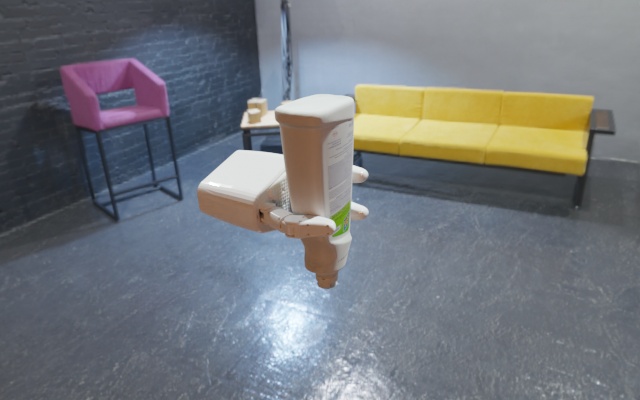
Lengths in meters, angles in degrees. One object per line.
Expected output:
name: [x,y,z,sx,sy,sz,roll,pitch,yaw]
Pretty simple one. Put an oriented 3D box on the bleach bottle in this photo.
bleach bottle: [0.000,0.002,0.596,0.068,0.251,0.102,13,28,31]
